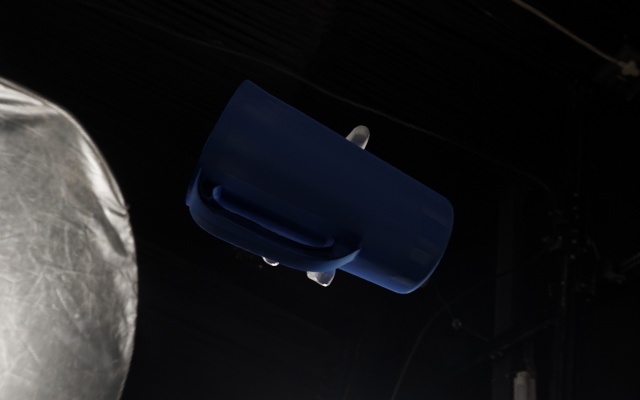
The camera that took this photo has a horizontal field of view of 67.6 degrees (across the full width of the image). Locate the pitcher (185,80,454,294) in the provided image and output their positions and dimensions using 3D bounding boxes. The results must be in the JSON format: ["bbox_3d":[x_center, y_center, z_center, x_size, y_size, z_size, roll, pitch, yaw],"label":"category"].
[{"bbox_3d":[0.000,0.001,0.465,0.243,0.149,0.145,27,-10,-6],"label":"pitcher"}]
